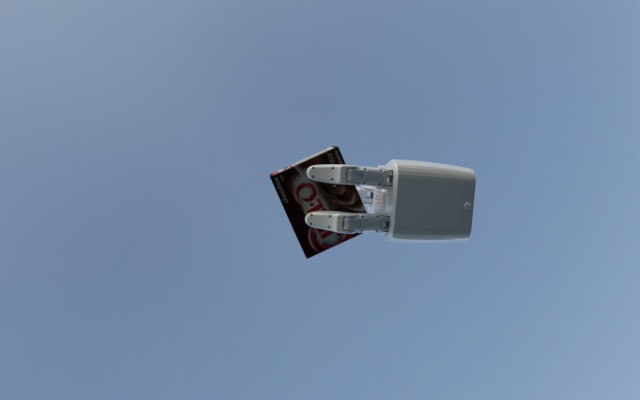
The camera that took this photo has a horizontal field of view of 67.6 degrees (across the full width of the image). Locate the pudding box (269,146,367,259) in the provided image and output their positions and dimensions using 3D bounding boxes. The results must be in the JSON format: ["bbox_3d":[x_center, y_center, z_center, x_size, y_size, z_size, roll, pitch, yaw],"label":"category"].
[{"bbox_3d":[0.000,0.002,0.584,0.090,0.113,0.039,-25,8,-5],"label":"pudding box"}]
